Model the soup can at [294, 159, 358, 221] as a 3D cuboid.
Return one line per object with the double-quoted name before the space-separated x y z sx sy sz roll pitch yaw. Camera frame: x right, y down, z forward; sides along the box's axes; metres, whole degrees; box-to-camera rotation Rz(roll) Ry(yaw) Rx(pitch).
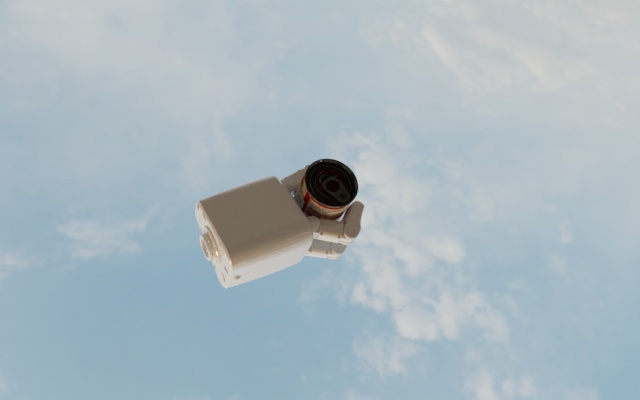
"soup can" 0.000 0.002 0.615 0.068 0.068 0.102 0 -28 -18
